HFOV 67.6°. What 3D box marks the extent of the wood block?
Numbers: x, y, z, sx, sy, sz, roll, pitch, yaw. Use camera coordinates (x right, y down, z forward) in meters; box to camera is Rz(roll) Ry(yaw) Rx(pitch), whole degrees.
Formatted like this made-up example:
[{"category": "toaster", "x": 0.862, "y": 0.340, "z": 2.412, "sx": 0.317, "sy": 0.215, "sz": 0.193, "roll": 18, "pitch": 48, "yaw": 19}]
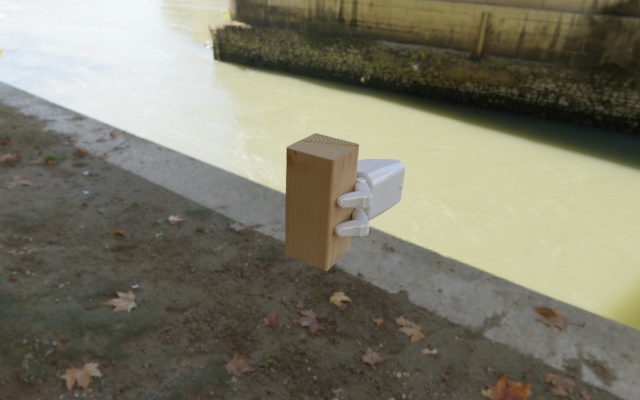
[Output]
[{"category": "wood block", "x": 0.000, "y": 0.002, "z": 0.817, "sx": 0.091, "sy": 0.206, "sz": 0.090, "roll": 18, "pitch": 32, "yaw": 27}]
